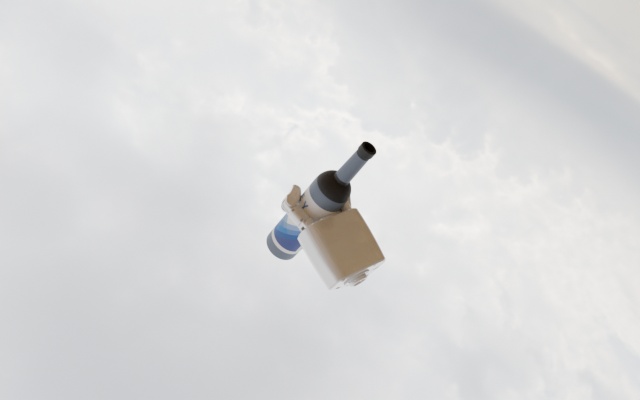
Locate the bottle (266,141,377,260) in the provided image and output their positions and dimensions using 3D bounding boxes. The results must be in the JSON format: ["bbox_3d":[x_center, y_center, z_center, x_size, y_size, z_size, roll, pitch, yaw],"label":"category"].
[{"bbox_3d":[0.000,0.003,0.826,0.069,0.069,0.296,0,-35,-38],"label":"bottle"}]
